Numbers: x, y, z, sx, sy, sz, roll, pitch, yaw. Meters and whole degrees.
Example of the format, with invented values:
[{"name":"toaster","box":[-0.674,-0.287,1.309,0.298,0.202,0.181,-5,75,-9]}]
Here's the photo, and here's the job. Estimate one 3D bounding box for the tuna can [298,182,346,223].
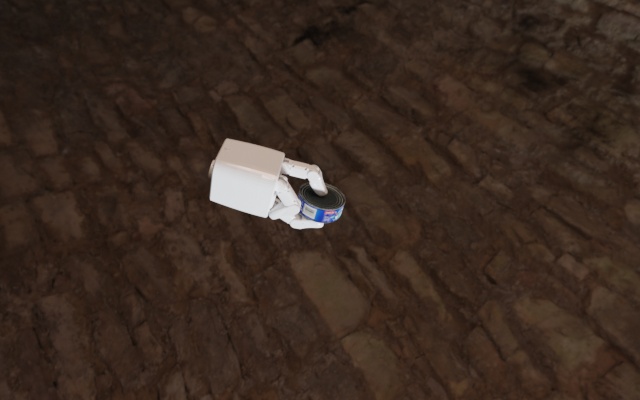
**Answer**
[{"name":"tuna can","box":[0.000,0.003,0.867,0.086,0.034,0.086,11,34,-8]}]
